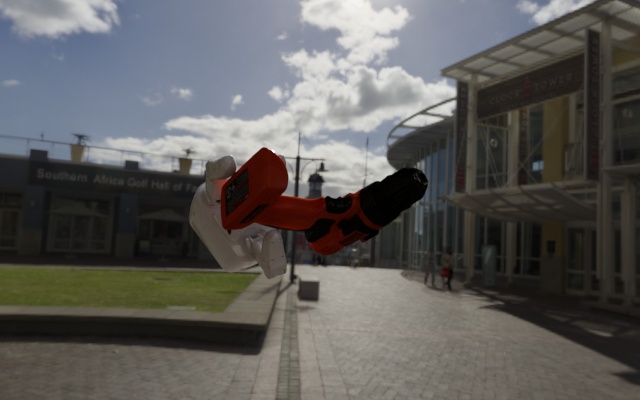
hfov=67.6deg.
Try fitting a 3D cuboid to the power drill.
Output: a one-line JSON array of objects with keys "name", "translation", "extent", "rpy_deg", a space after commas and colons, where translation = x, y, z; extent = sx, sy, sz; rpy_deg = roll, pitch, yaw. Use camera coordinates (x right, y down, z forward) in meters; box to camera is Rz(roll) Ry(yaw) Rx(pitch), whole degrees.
[{"name": "power drill", "translation": [0.000, 0.002, 0.528], "extent": [0.188, 0.057, 0.184], "rpy_deg": [16, -38, -35]}]
